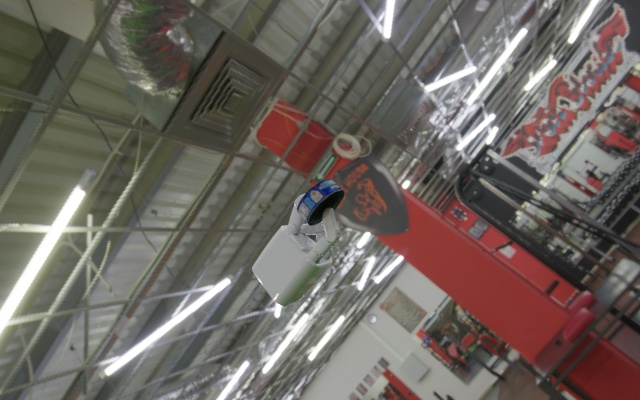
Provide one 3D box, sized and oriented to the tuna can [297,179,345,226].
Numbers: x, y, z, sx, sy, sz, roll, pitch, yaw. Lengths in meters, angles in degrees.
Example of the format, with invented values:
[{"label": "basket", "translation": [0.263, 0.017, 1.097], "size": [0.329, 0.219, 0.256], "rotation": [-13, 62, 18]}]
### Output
[{"label": "tuna can", "translation": [0.000, 0.002, 0.842], "size": [0.033, 0.086, 0.086], "rotation": [46, 18, 19]}]
